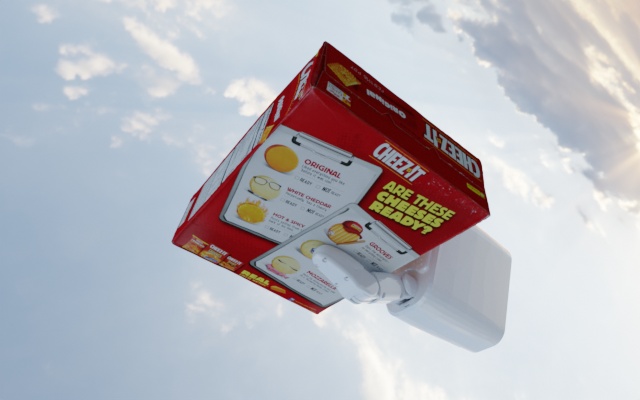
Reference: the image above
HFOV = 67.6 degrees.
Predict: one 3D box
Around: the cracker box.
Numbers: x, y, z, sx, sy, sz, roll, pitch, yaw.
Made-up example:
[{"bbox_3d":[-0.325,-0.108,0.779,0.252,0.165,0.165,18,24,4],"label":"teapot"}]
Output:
[{"bbox_3d":[0.000,0.002,0.401,0.164,0.072,0.214,31,-48,-22],"label":"cracker box"}]
